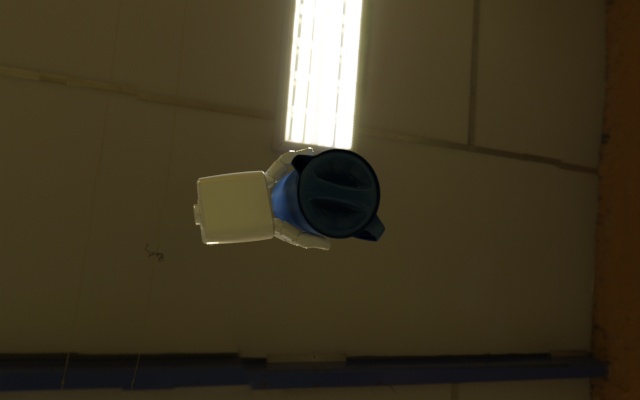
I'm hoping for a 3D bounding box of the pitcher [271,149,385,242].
[{"bbox_3d":[0.000,0.003,0.811,0.145,0.149,0.243,-8,0,-18],"label":"pitcher"}]
